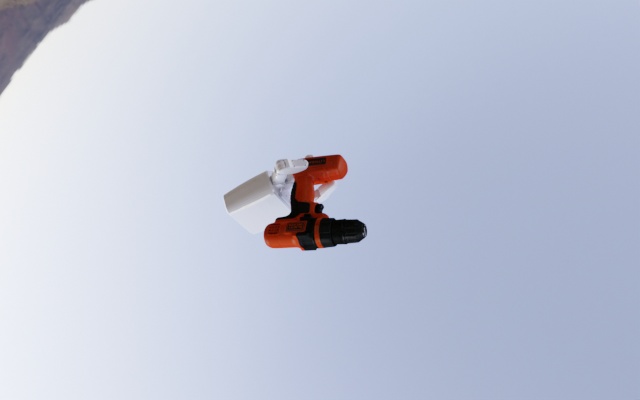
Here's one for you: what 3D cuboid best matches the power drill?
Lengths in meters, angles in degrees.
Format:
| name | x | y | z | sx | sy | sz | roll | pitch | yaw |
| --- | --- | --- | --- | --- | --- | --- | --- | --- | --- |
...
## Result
| name | x | y | z | sx | sy | sz | roll | pitch | yaw |
| --- | --- | --- | --- | --- | --- | --- | --- | --- | --- |
| power drill | 0.000 | 0.002 | 0.852 | 0.184 | 0.187 | 0.057 | -4 | -41 | 19 |
